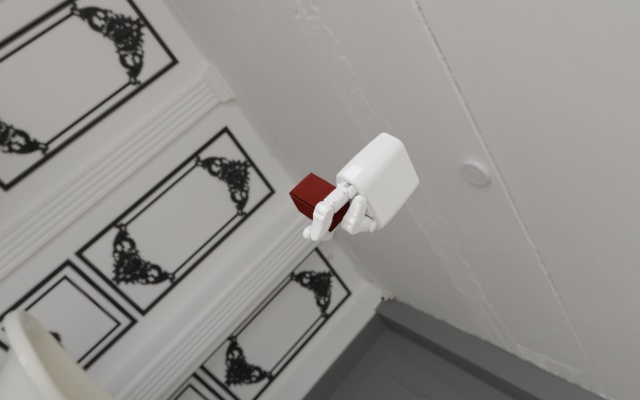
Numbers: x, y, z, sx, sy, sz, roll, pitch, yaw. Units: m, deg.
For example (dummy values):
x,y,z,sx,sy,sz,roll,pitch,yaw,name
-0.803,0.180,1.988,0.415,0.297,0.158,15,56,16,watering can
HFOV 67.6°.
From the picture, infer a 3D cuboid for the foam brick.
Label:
x,y,z,sx,sy,sz,roll,pitch,yaw,name
0.000,0.002,0.754,0.078,0.051,0.053,32,-20,32,foam brick
